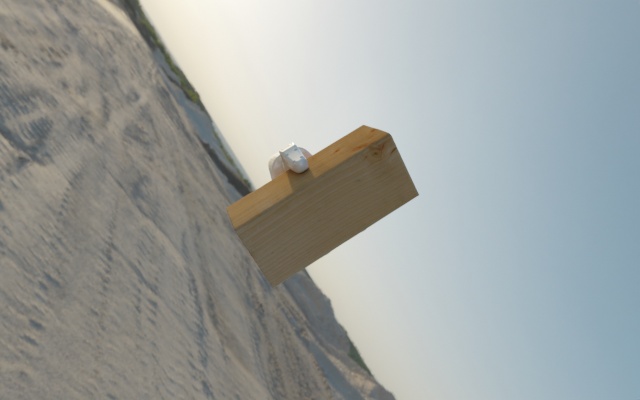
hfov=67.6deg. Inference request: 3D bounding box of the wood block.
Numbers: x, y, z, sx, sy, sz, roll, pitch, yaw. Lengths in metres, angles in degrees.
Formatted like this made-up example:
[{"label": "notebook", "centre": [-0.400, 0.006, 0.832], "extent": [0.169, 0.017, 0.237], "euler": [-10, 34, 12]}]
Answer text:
[{"label": "wood block", "centre": [0.000, 0.001, 0.585], "extent": [0.206, 0.091, 0.090], "euler": [-32, 23, -6]}]
